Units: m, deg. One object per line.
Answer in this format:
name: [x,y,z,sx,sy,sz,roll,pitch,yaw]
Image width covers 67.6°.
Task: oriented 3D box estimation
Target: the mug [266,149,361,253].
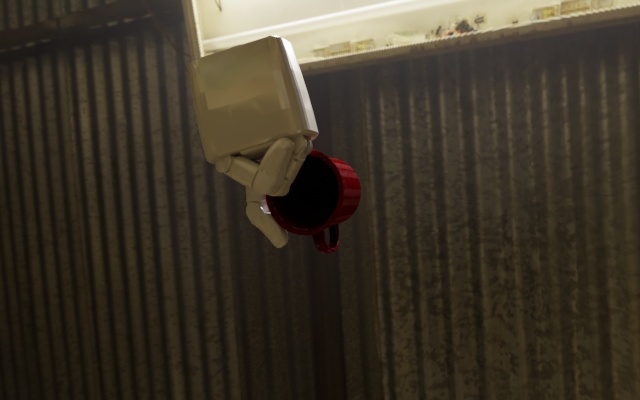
mug: [0.001,0.003,0.544,0.093,0.117,0.081,-17,-5,23]
